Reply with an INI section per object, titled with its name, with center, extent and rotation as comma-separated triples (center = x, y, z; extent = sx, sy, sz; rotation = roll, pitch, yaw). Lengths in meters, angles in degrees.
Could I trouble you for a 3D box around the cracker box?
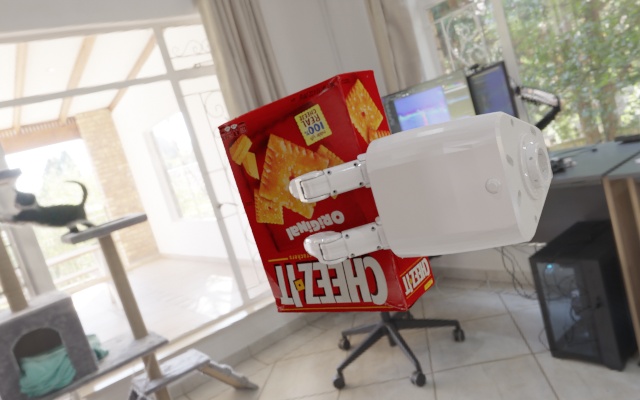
[cracker box]
center = 0.000, 0.001, 0.473
extent = 0.164, 0.214, 0.072
rotation = -11, 9, 39
